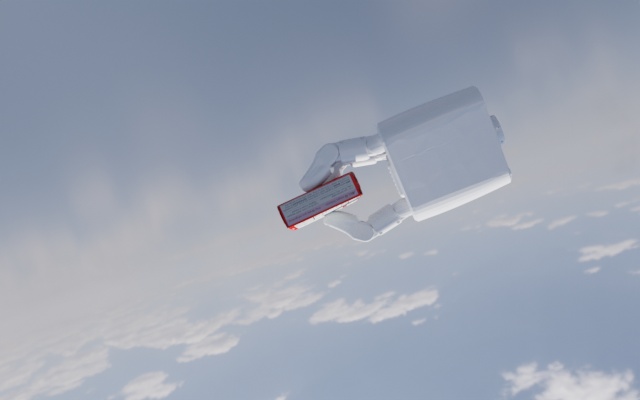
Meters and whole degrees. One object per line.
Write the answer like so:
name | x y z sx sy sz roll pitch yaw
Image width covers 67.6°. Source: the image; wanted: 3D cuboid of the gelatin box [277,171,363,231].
gelatin box | 0.000 0.002 0.529 0.089 0.030 0.073 -25 -5 -1
